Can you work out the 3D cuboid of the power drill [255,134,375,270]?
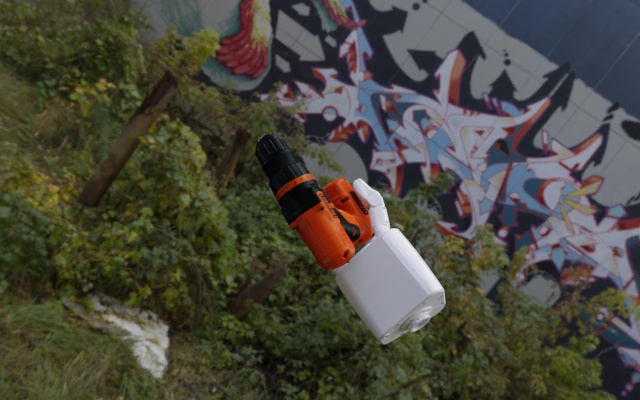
[{"bbox_3d":[0.000,0.002,0.630,0.057,0.184,0.187,-34,-14,17],"label":"power drill"}]
